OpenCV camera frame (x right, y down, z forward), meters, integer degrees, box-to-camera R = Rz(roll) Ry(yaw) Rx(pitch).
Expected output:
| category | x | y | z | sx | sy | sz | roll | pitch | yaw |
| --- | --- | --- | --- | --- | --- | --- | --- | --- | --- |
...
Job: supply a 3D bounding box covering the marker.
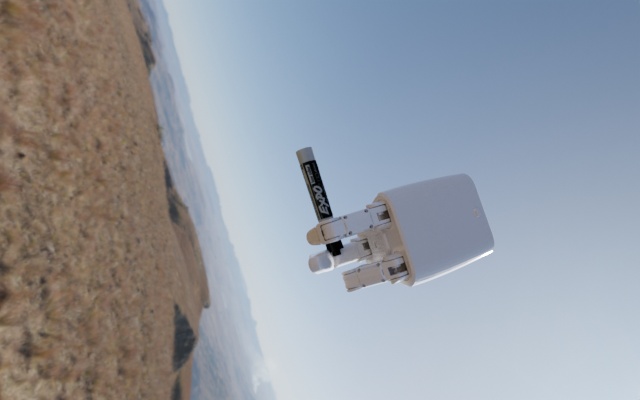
| category | x | y | z | sx | sy | sz | roll | pitch | yaw |
| --- | --- | --- | --- | --- | --- | --- | --- | --- | --- |
| marker | 0.000 | 0.002 | 0.516 | 0.020 | 0.121 | 0.020 | -18 | -4 | -1 |
